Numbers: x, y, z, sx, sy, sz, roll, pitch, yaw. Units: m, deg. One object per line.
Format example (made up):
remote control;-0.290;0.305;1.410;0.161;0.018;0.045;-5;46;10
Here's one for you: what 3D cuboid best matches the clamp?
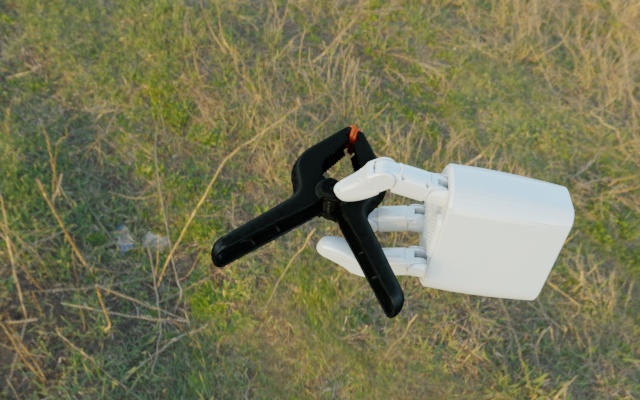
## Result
clamp;0.000;0.001;0.451;0.164;0.209;0.036;11;-41;0
